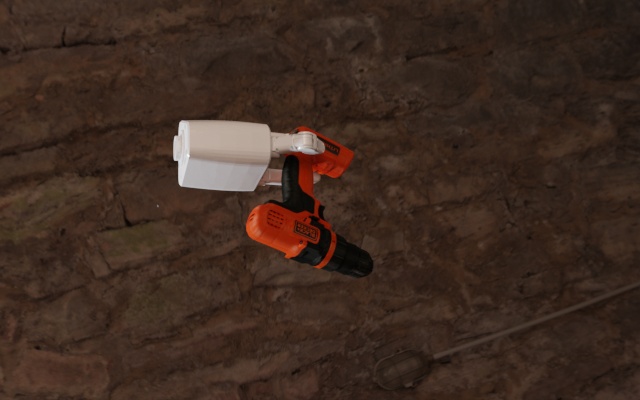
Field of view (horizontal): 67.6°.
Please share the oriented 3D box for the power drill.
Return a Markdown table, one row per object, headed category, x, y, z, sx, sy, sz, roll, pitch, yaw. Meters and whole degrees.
| category | x | y | z | sx | sy | sz | roll | pitch | yaw |
| --- | --- | --- | --- | --- | --- | --- | --- | --- | --- |
| power drill | 0.000 | 0.002 | 0.656 | 0.184 | 0.187 | 0.057 | 26 | -39 | -24 |
